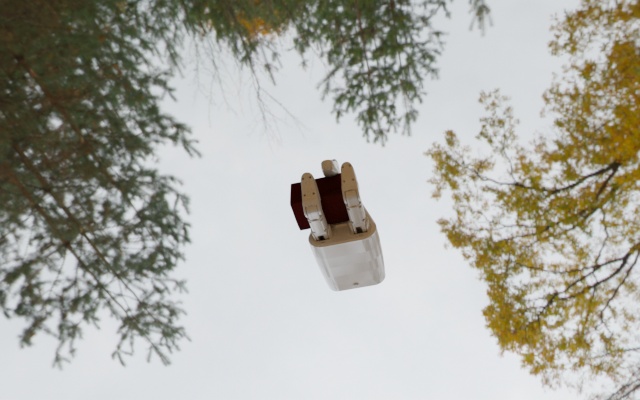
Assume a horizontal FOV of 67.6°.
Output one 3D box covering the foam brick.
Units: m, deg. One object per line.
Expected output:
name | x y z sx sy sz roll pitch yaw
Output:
foam brick | 0.000 0.002 0.685 0.078 0.051 0.053 -11 36 9
